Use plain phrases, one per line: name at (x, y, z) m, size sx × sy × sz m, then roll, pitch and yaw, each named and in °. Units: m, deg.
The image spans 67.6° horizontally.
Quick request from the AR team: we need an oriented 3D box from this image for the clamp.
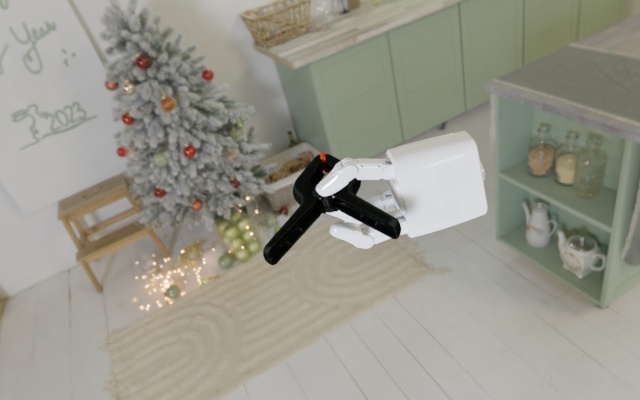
clamp at (0.000, 0.001, 0.628) m, size 0.164 × 0.036 × 0.209 m, roll -16°, pitch 35°, yaw 0°
